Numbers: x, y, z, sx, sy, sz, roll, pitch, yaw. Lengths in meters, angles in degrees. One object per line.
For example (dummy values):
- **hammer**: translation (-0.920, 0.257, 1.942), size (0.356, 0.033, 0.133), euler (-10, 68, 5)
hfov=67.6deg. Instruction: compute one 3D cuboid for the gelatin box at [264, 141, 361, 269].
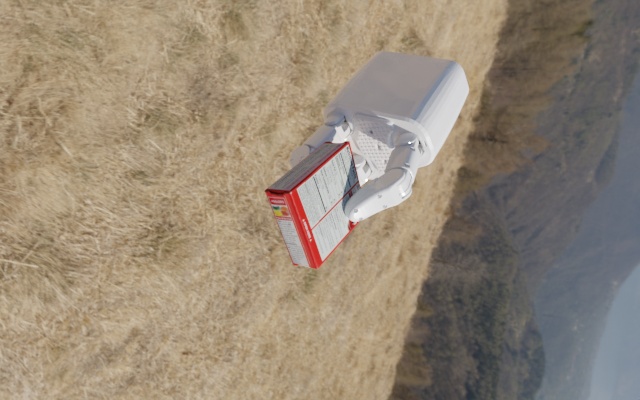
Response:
- **gelatin box**: translation (0.000, 0.002, 0.400), size (0.030, 0.073, 0.089), euler (4, 34, 37)
